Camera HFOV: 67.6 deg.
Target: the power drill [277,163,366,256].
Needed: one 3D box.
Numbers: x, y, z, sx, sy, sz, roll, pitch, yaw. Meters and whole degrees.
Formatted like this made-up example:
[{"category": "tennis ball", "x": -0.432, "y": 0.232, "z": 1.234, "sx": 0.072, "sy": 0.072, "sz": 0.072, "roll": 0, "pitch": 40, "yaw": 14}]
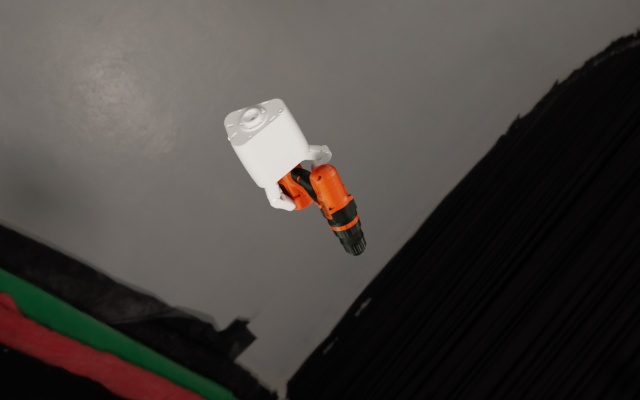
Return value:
[{"category": "power drill", "x": 0.000, "y": 0.003, "z": 0.862, "sx": 0.057, "sy": 0.184, "sz": 0.187, "roll": -35, "pitch": 31, "yaw": -20}]
